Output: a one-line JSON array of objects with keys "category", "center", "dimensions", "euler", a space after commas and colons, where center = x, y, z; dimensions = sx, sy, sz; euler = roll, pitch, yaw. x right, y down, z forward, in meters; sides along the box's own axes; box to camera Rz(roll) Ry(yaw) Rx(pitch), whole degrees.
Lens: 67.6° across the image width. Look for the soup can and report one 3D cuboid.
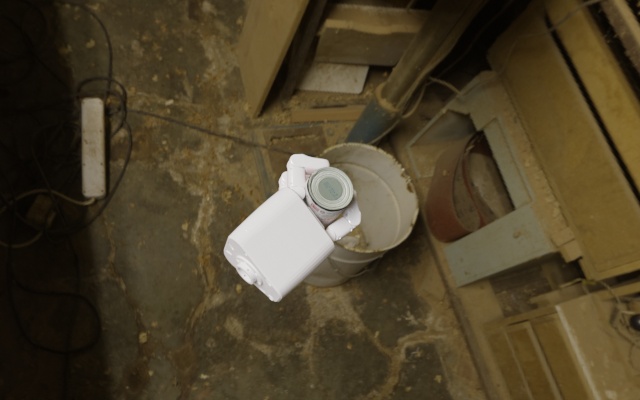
[{"category": "soup can", "center": [0.001, 0.002, 0.692], "dimensions": [0.068, 0.068, 0.102], "euler": [0, -23, -18]}]
